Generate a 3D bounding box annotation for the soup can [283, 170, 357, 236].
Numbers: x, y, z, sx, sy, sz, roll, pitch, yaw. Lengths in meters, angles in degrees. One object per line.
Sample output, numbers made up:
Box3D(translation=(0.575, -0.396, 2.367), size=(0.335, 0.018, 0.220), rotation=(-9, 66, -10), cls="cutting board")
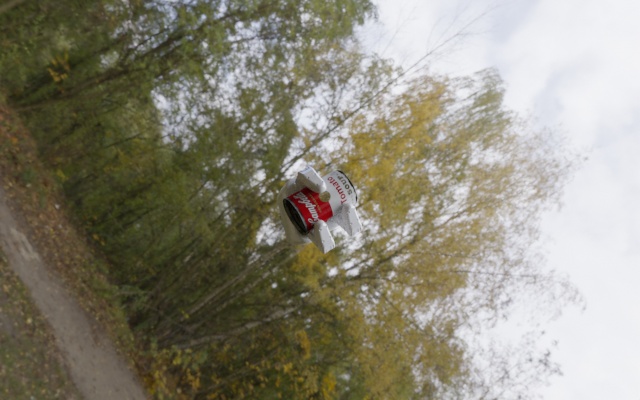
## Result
Box3D(translation=(0.000, 0.002, 0.770), size=(0.102, 0.068, 0.068), rotation=(-30, 10, -18), cls="soup can")
